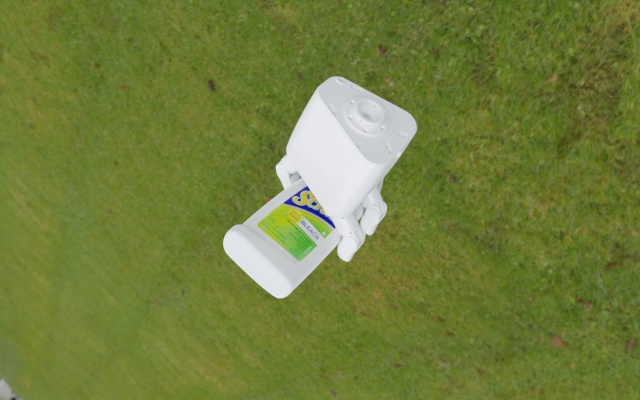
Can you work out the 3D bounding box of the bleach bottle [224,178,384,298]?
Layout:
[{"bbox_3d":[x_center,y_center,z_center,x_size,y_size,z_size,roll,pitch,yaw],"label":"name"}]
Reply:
[{"bbox_3d":[0.000,0.002,0.605,0.250,0.102,0.068,-46,-4,-34],"label":"bleach bottle"}]
